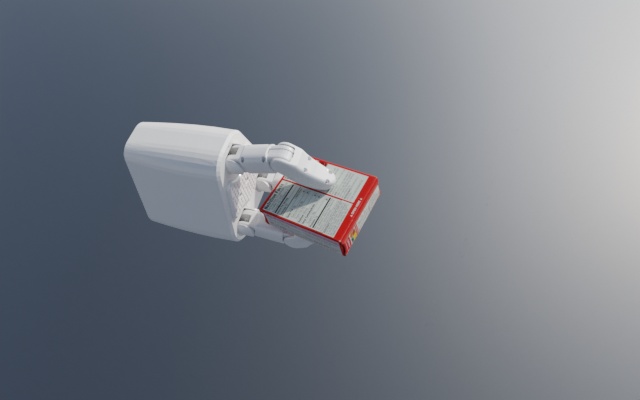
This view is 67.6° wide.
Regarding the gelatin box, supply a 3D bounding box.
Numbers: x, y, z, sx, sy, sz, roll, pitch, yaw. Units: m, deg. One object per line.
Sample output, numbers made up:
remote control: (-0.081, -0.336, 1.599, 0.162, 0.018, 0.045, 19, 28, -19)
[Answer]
gelatin box: (0.000, 0.001, 0.442, 0.089, 0.073, 0.030, 19, -27, 26)
